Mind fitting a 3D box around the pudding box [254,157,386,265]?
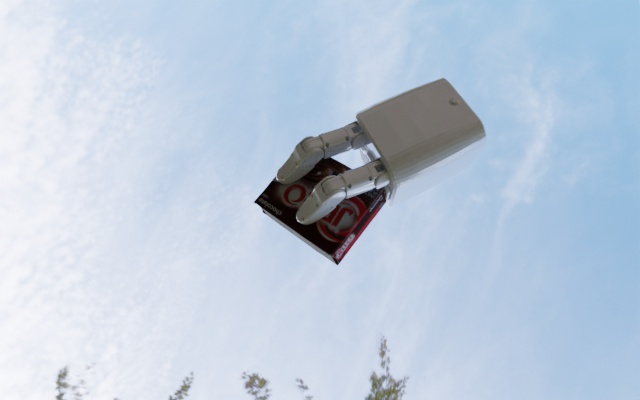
[{"bbox_3d":[0.000,0.002,0.513,0.113,0.090,0.039,32,-16,27],"label":"pudding box"}]
